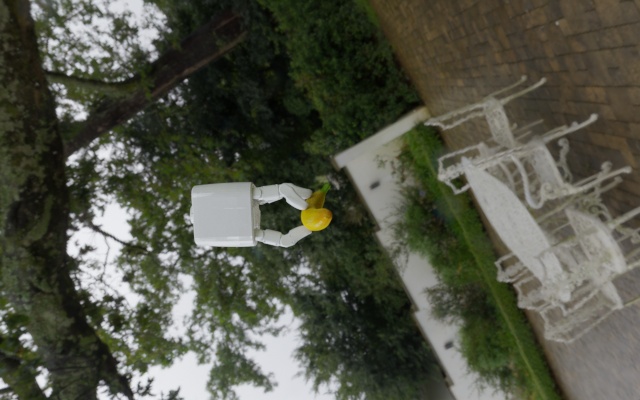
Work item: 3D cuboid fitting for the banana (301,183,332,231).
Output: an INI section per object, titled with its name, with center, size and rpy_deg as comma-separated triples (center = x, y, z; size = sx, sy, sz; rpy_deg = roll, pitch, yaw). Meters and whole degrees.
[banana]
center = -0.008, 0.018, 0.843
size = 0.037, 0.070, 0.197
rpy_deg = 26, 15, -9
